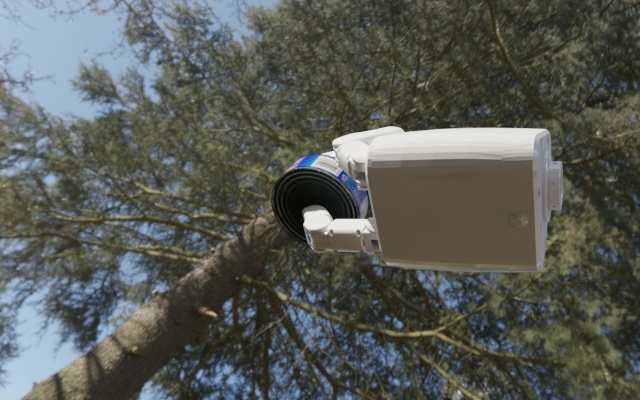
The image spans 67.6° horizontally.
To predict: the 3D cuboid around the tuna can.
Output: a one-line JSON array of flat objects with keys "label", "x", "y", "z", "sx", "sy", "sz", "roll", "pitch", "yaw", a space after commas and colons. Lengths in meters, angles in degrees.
[{"label": "tuna can", "x": 0.000, "y": 0.001, "z": 0.438, "sx": 0.086, "sy": 0.086, "sz": 0.033, "roll": 0, "pitch": 30, "yaw": 27}]
